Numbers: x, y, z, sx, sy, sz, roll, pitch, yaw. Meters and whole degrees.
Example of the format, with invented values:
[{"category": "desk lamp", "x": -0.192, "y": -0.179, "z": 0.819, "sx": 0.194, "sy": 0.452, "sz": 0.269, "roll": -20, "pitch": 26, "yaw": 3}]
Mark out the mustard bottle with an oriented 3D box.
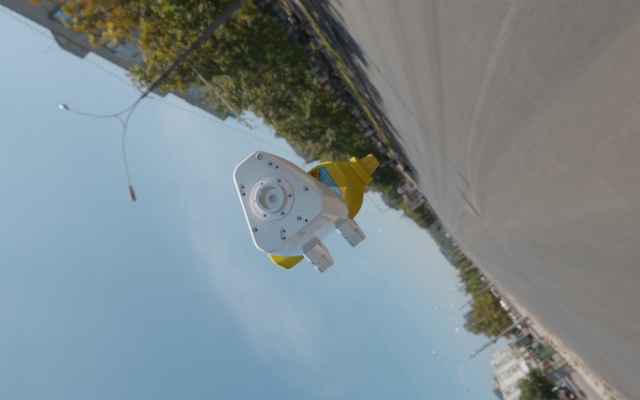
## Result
[{"category": "mustard bottle", "x": 0.000, "y": 0.002, "z": 0.656, "sx": 0.191, "sy": 0.096, "sz": 0.058, "roll": -39, "pitch": -38, "yaw": 8}]
